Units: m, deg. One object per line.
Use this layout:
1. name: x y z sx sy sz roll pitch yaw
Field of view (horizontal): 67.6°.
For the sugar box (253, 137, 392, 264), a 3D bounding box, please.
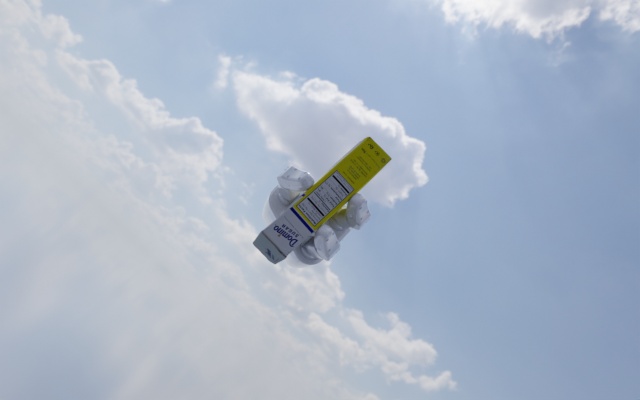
1. sugar box: 0.001 0.002 0.576 0.176 0.048 0.093 -45 1 -19
